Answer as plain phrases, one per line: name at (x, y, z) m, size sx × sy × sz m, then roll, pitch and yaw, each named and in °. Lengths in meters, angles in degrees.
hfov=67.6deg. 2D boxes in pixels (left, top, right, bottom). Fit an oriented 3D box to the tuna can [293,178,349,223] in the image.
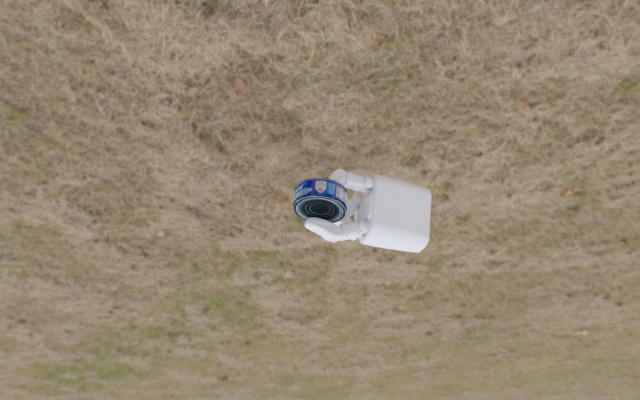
tuna can at (0.000, 0.003, 0.742) m, size 0.086 × 0.033 × 0.086 m, roll 4°, pitch -33°, yaw 3°
